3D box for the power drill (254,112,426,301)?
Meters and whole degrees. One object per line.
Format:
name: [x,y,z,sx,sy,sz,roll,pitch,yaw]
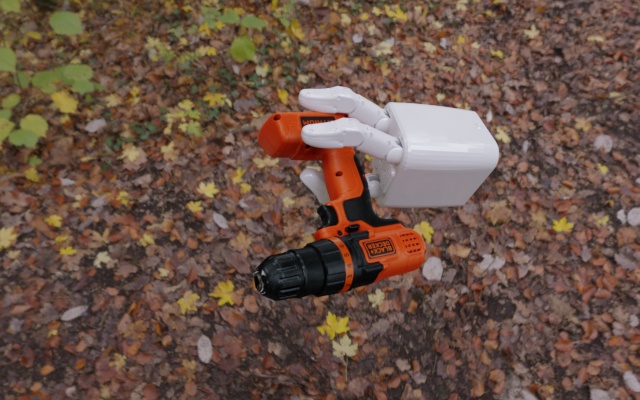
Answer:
power drill: [0.000,0.001,0.476,0.184,0.187,0.057,-6,-25,-34]
